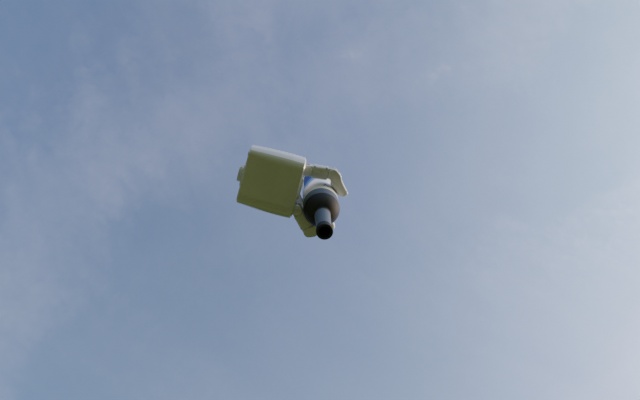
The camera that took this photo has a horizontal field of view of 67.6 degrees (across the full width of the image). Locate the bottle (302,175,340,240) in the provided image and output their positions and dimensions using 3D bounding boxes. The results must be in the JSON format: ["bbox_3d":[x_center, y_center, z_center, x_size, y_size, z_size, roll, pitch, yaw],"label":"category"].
[{"bbox_3d":[0.000,0.003,0.894,0.069,0.069,0.295,0,19,-3],"label":"bottle"}]
